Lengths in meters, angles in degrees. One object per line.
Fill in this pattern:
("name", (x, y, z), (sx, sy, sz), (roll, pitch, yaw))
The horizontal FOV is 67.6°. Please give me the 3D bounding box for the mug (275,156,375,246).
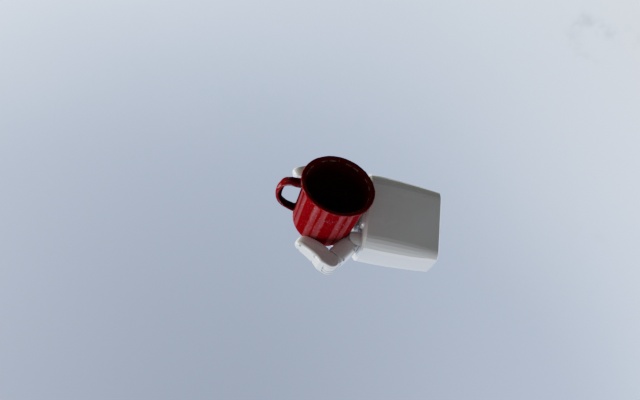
("mug", (-0.001, 0.002, 0.602), (0.117, 0.093, 0.081), (13, -39, -9))
